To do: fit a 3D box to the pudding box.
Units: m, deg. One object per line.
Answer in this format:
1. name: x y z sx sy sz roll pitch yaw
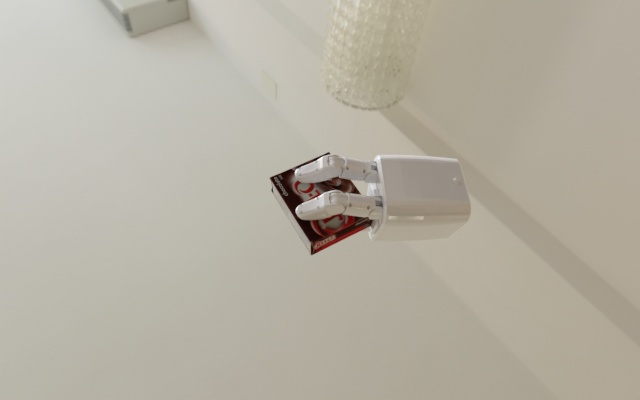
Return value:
1. pudding box: 0.000 0.002 0.606 0.090 0.113 0.039 -25 -31 -19
